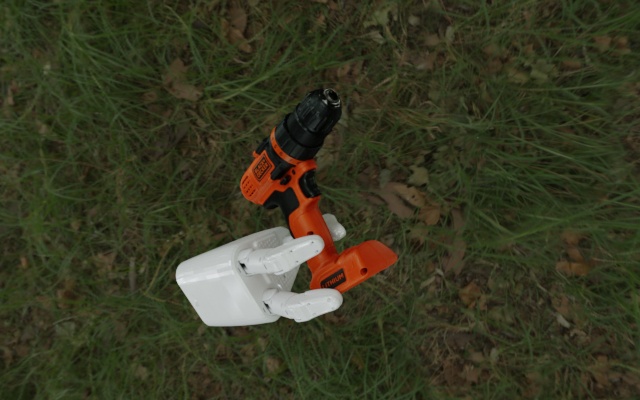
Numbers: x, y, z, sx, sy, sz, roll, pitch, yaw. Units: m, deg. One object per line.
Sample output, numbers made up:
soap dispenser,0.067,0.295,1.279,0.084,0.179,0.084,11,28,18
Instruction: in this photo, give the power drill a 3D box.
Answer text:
power drill,0.000,0.002,0.502,0.057,0.187,0.184,-19,-17,-40
